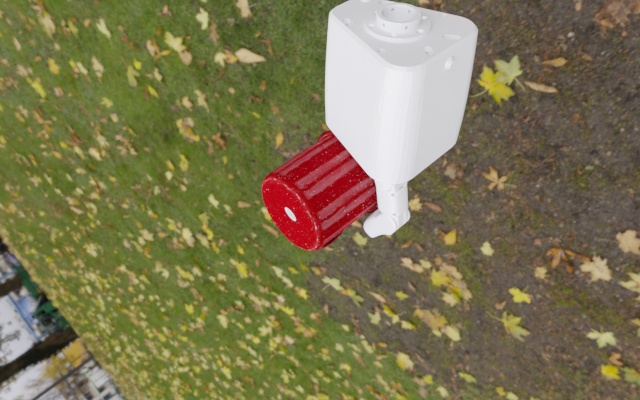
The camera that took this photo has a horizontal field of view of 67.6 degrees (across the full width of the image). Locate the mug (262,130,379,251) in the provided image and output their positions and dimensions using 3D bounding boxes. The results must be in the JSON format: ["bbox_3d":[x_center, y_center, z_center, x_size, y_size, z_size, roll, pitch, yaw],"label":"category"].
[{"bbox_3d":[0.000,0.003,0.457,0.081,0.117,0.093,-35,53,-28],"label":"mug"}]
